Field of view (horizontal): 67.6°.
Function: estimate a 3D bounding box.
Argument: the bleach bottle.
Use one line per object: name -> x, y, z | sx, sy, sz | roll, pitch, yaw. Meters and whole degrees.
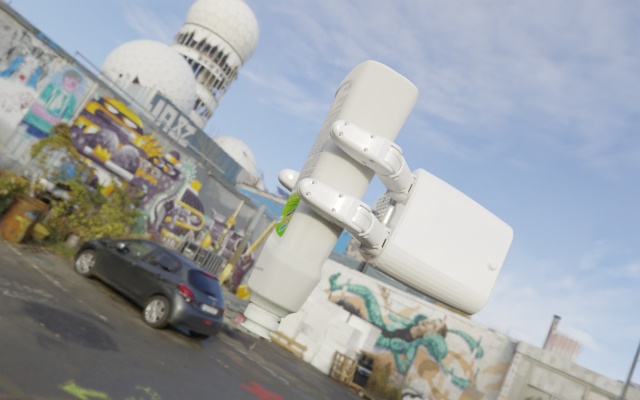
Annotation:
bleach bottle -> 0.000, 0.001, 0.431 | 0.068, 0.250, 0.102 | 29, -13, -9
